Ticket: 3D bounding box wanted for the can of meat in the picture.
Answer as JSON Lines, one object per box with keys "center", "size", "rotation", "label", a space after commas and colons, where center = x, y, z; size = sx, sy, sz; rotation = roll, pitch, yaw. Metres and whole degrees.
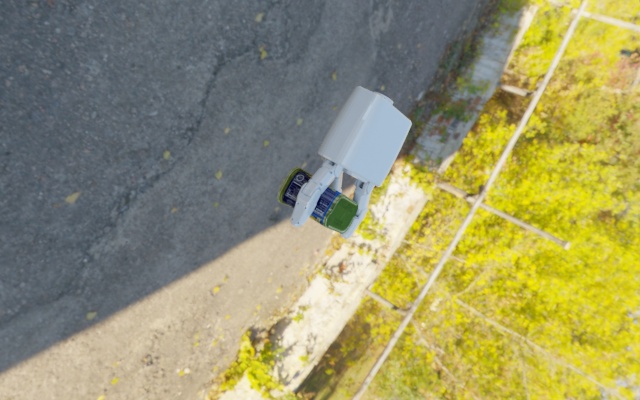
{"center": [0.000, 0.002, 0.689], "size": [0.084, 0.057, 0.102], "rotation": [30, 1, 23], "label": "can of meat"}
